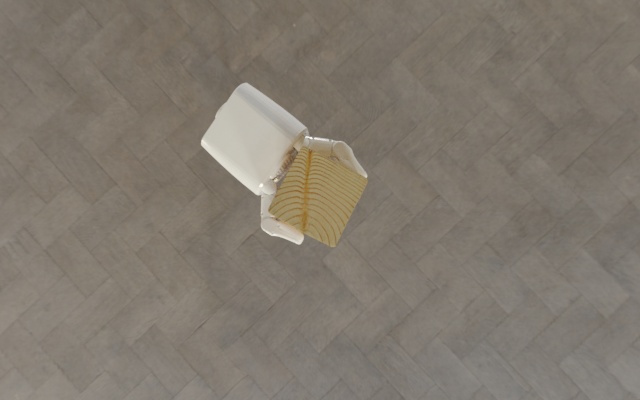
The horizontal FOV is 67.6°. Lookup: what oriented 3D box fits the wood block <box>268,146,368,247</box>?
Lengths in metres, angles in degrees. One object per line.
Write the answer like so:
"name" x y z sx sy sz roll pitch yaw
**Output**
"wood block" 0.000 0.002 0.649 0.090 0.091 0.206 28 -2 3
